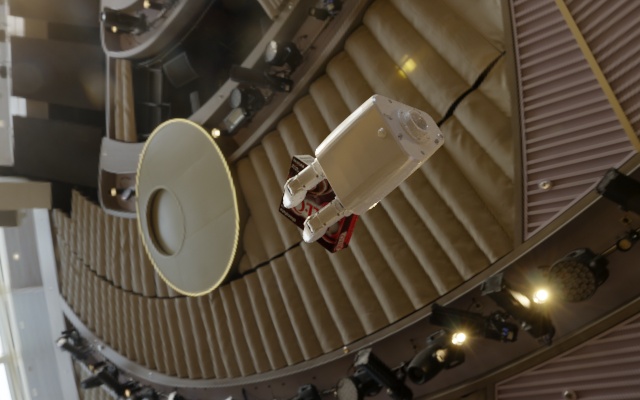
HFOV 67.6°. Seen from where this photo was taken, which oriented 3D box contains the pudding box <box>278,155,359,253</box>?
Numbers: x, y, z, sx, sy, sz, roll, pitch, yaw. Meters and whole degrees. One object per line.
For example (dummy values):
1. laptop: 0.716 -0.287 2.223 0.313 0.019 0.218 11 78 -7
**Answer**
1. pudding box: 0.000 0.002 0.638 0.039 0.090 0.113 -11 38 -45
